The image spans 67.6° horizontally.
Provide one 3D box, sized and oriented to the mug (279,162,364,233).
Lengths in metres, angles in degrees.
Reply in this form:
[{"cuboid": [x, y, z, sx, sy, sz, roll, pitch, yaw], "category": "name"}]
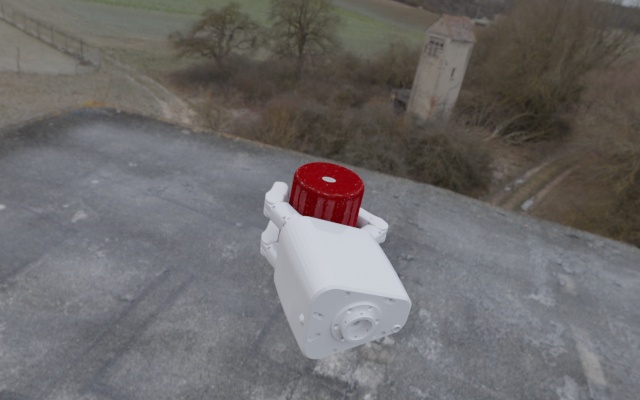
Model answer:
[{"cuboid": [0.000, 0.001, 0.564, 0.093, 0.081, 0.117, -1, 32, -21], "category": "mug"}]
